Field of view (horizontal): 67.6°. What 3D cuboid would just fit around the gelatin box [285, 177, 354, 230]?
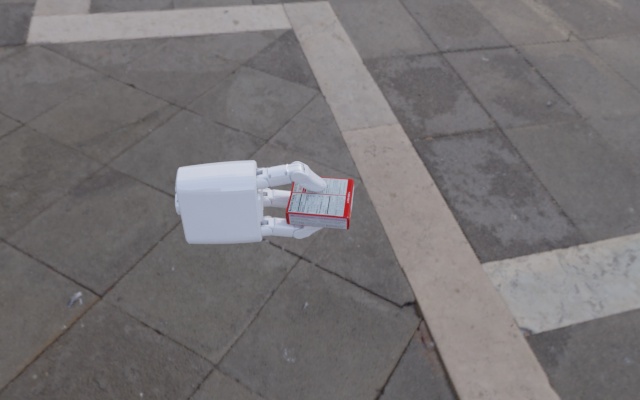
[{"bbox_3d":[0.000,0.002,0.675,0.089,0.073,0.030,4,-41,7],"label":"gelatin box"}]
